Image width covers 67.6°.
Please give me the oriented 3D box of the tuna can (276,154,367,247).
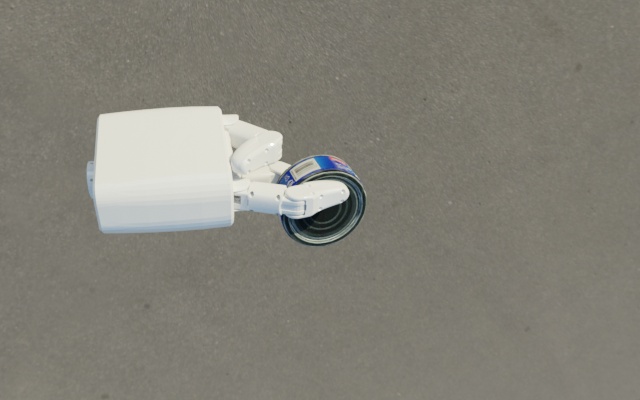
[{"bbox_3d":[0.000,0.002,0.454,0.086,0.086,0.033,0,30,-22],"label":"tuna can"}]
